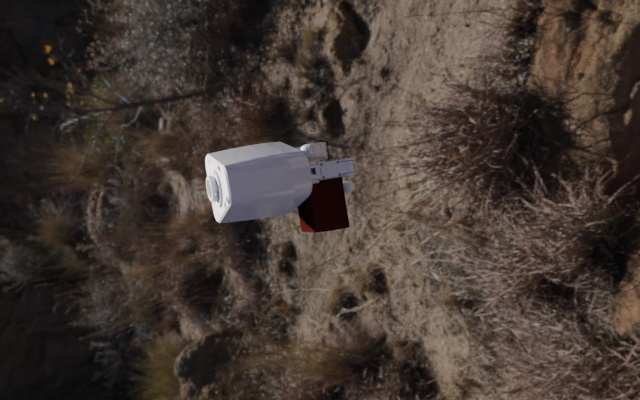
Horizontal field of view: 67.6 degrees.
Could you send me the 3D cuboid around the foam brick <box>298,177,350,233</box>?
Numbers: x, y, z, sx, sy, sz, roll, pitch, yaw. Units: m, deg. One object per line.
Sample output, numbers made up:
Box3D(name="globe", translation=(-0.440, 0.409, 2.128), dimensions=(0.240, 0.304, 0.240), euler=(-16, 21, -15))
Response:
Box3D(name="foam brick", translation=(0.000, 0.002, 0.645), dimensions=(0.051, 0.078, 0.053), euler=(-11, 3, -25))
